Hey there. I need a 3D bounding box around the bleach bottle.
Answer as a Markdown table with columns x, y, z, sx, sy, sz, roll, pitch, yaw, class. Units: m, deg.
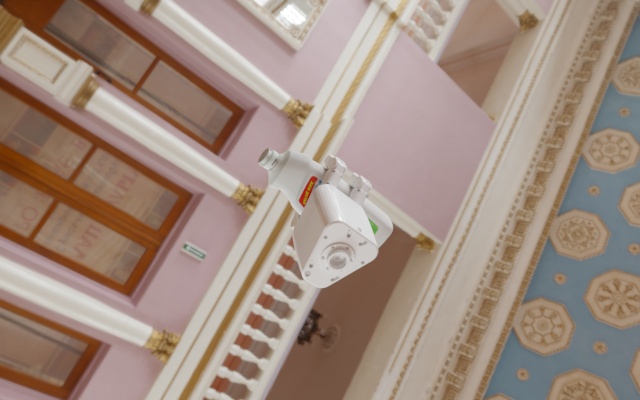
| x | y | z | sx | sy | sz | roll | pitch | yaw | class |
| --- | --- | --- | --- | --- | --- | --- | --- | --- | --- |
| 0.000 | 0.003 | 0.787 | 0.251 | 0.102 | 0.068 | 35 | 18 | -24 | bleach bottle |
